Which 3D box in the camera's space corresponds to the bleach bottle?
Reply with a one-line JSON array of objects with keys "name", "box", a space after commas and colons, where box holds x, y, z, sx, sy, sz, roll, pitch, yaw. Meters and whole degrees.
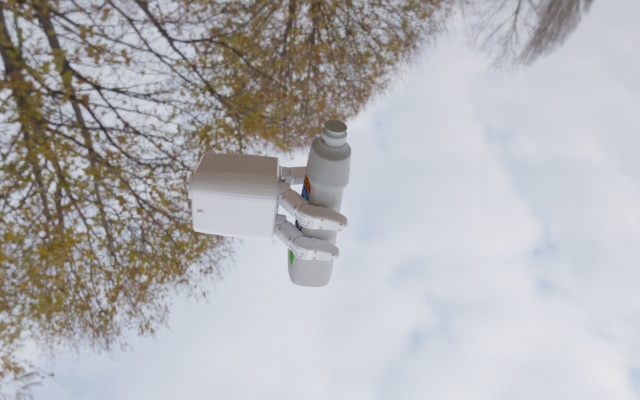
[{"name": "bleach bottle", "box": [0.000, 0.002, 0.644, 0.068, 0.251, 0.102, 5, 40, -7]}]
